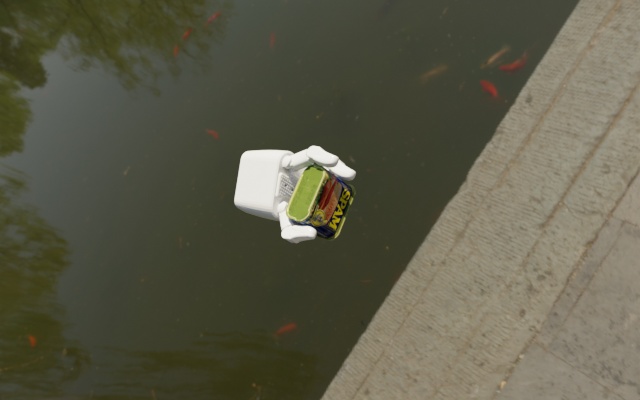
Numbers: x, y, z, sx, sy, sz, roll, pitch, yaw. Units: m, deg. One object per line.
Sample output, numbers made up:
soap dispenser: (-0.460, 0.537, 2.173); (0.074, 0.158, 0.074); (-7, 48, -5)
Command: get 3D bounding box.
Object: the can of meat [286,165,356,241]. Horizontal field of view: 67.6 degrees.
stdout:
can of meat: (0.000, 0.003, 0.775); (0.057, 0.102, 0.084); (13, -14, 43)
